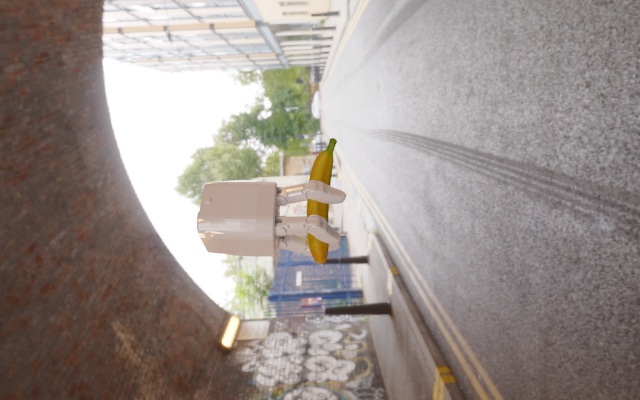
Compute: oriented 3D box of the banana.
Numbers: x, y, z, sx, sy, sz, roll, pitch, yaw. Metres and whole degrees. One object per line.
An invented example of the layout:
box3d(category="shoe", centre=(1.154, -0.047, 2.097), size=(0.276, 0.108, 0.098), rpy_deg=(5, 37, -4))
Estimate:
box3d(category="banana", centre=(-0.002, 0.004, 0.741), size=(0.037, 0.197, 0.070), rpy_deg=(6, -17, -6))
